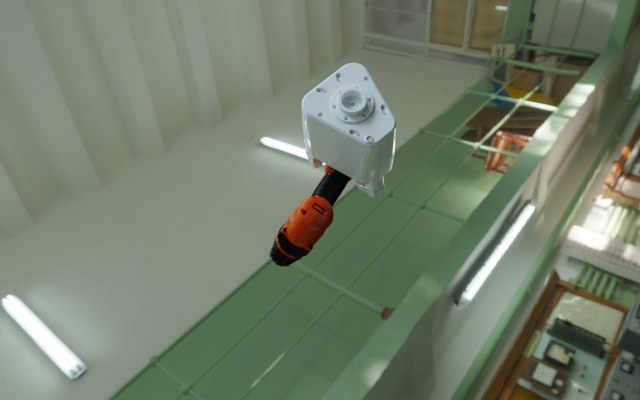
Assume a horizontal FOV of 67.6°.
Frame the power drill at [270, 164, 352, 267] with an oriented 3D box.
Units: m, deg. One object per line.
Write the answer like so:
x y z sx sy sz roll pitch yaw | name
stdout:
0.000 0.002 0.694 0.057 0.187 0.184 34 -32 -5 | power drill
